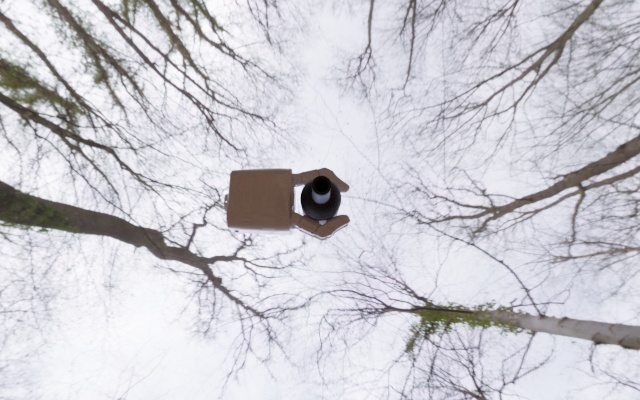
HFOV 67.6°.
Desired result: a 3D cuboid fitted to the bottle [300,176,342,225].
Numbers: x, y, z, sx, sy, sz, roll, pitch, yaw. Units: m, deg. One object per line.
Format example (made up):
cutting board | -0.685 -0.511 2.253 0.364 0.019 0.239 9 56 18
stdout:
bottle | 0.000 0.003 0.799 0.069 0.069 0.296 0 -9 -1
